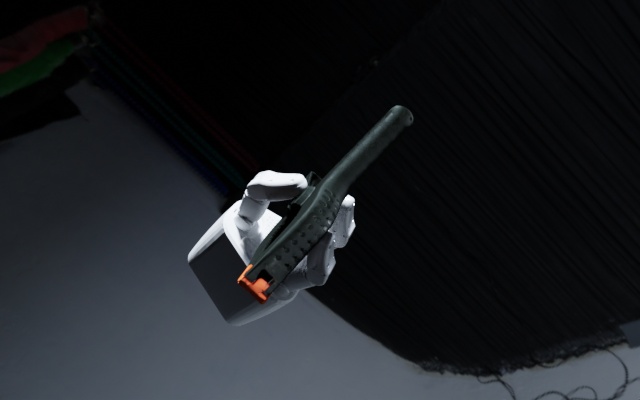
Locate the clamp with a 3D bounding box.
[{"bbox_3d":[-0.001,0.001,0.428,0.165,0.036,0.210,-38,12,43],"label":"clamp"}]
